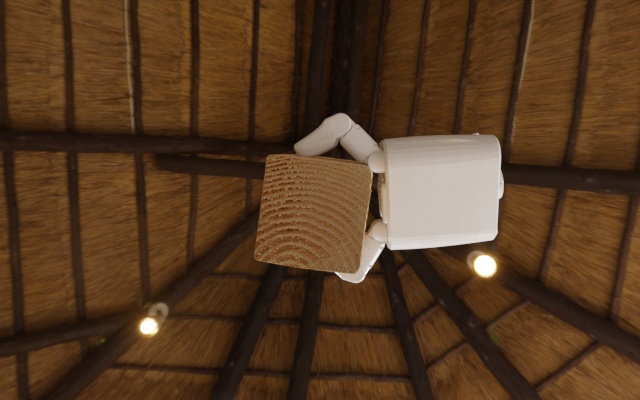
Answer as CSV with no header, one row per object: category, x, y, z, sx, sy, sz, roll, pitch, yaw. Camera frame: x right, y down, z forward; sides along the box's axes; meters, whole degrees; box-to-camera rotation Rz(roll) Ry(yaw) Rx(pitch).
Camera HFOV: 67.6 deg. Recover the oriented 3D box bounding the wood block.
wood block,0.000,0.002,0.490,0.090,0.091,0.206,8,6,3
